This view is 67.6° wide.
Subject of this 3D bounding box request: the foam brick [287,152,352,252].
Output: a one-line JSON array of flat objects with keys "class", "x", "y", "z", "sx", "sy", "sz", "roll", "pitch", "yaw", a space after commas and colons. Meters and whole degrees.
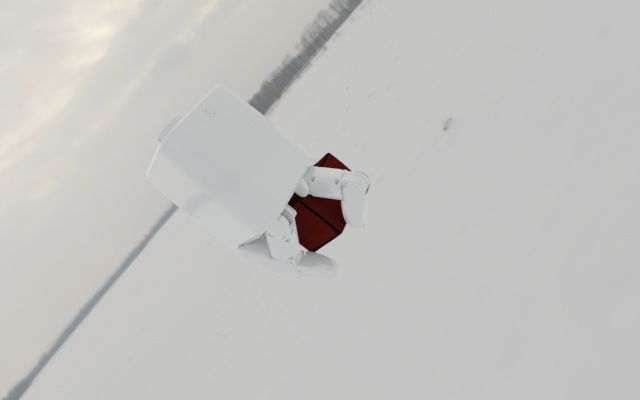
[{"class": "foam brick", "x": 0.000, "y": 0.001, "z": 0.473, "sx": 0.051, "sy": 0.078, "sz": 0.053, "roll": 39, "pitch": -44, "yaw": -12}]
